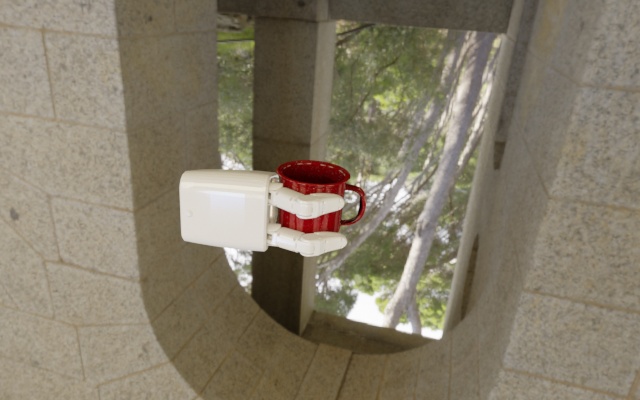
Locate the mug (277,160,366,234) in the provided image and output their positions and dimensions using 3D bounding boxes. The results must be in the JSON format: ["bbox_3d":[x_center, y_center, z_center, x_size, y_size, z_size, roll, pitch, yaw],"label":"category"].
[{"bbox_3d":[0.002,0.002,0.616,0.117,0.081,0.093,6,23,2],"label":"mug"}]
